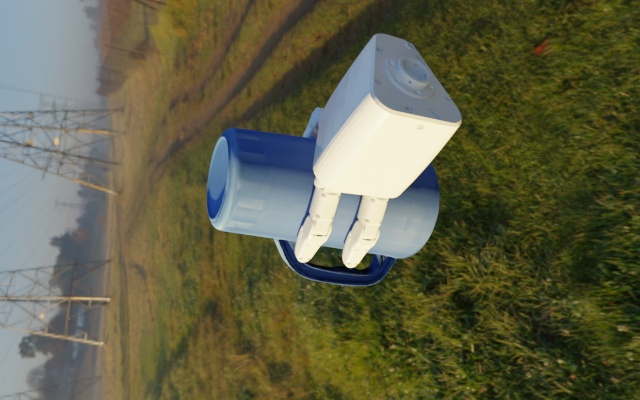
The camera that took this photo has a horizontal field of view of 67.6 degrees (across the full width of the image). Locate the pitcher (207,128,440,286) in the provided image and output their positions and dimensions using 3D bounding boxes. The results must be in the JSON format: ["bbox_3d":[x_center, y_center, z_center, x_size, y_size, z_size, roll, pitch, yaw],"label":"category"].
[{"bbox_3d":[0.000,0.002,0.544,0.243,0.149,0.145,7,-35,-25],"label":"pitcher"}]
